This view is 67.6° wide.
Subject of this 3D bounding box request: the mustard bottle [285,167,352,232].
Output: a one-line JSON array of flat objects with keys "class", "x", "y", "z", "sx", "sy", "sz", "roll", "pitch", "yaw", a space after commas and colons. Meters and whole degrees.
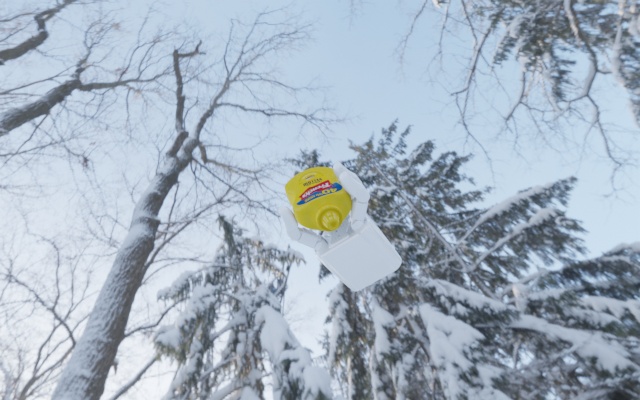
[{"class": "mustard bottle", "x": 0.000, "y": 0.002, "z": 0.784, "sx": 0.096, "sy": 0.058, "sz": 0.191, "roll": -19, "pitch": 24, "yaw": -4}]
